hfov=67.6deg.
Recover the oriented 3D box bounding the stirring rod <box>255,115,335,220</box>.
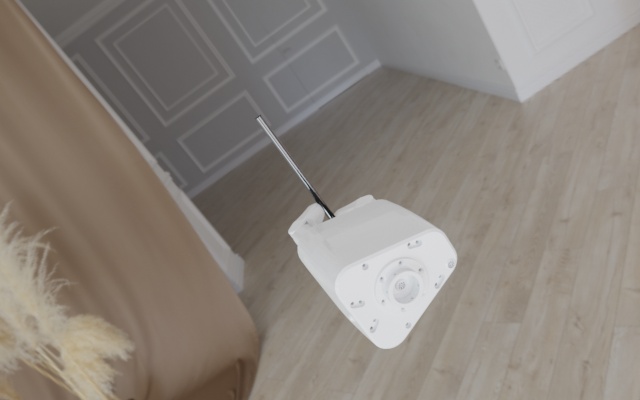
[{"bbox_3d":[0.000,0.002,0.552,0.011,0.240,0.011,-31,21,13],"label":"stirring rod"}]
